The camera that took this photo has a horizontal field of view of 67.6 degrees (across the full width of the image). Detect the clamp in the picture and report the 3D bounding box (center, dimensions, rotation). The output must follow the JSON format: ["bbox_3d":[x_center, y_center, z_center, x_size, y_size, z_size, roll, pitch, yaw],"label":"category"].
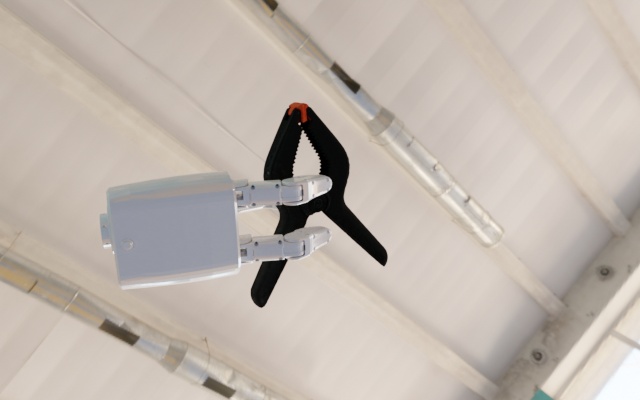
[{"bbox_3d":[0.000,0.001,0.509,0.164,0.210,0.036,-8,16,-24],"label":"clamp"}]
